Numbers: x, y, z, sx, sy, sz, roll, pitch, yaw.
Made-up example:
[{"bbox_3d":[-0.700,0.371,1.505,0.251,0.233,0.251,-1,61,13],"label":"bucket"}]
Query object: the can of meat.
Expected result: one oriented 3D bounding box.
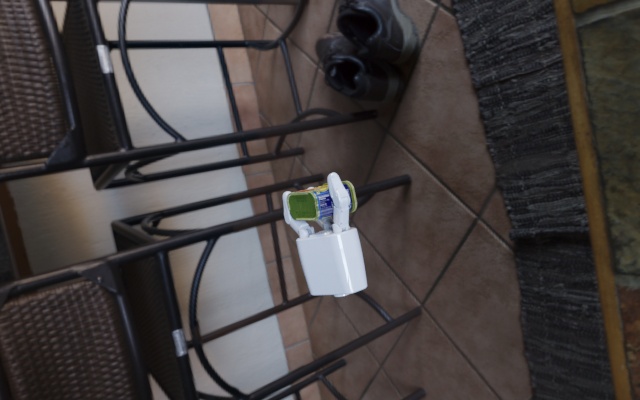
[{"bbox_3d":[0.000,0.003,0.854,0.084,0.057,0.102,-14,6,-33],"label":"can of meat"}]
